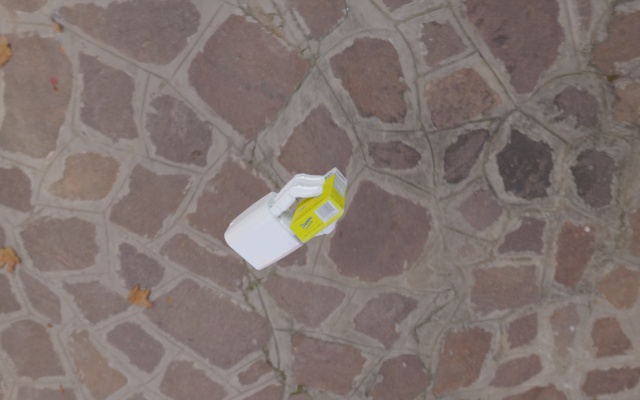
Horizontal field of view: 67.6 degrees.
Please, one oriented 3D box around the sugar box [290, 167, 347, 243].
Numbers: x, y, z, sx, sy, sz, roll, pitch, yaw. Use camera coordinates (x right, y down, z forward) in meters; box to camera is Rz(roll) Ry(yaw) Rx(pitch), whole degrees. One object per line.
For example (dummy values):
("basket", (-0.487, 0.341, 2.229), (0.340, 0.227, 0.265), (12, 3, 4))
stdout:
("sugar box", (0.000, 0.003, 0.881), (0.093, 0.048, 0.176), (-37, 15, 16))
